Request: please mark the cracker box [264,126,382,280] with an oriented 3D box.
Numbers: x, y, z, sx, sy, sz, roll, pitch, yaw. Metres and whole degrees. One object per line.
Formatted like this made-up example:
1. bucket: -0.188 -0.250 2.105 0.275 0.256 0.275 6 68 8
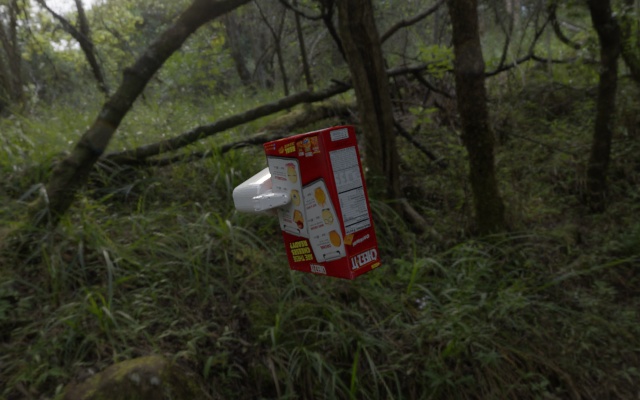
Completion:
1. cracker box: 0.000 0.002 0.733 0.072 0.214 0.164 -17 9 -35
